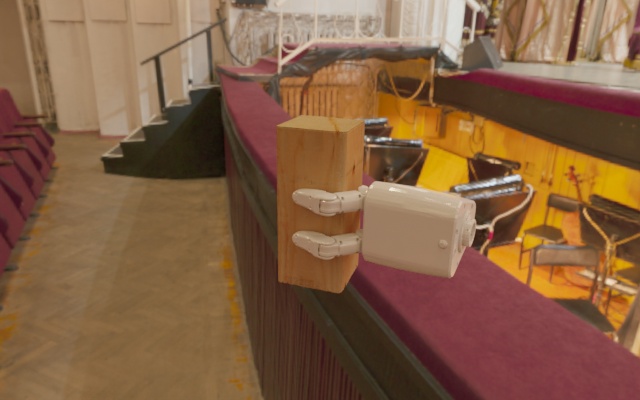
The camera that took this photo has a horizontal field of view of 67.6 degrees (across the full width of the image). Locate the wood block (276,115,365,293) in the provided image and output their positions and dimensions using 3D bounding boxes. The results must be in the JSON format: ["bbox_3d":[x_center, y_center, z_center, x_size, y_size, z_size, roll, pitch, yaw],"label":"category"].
[{"bbox_3d":[0.001,0.002,0.618,0.090,0.206,0.090,8,20,17],"label":"wood block"}]
